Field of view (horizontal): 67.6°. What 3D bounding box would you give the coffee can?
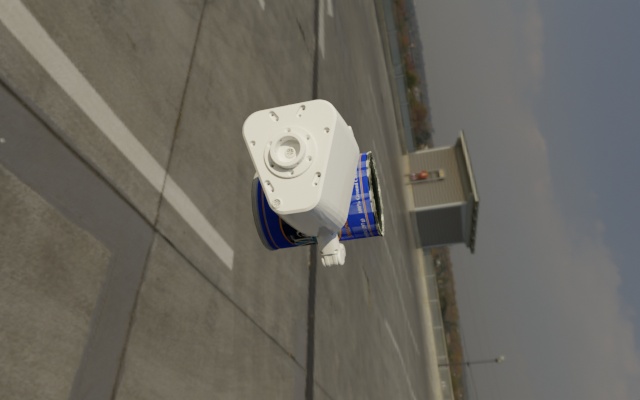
[{"bbox_3d":[0.000,0.002,0.582,0.140,0.103,0.103,-8,-2,12],"label":"coffee can"}]
